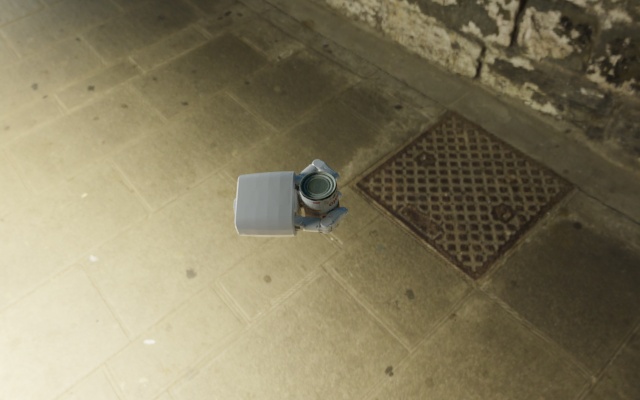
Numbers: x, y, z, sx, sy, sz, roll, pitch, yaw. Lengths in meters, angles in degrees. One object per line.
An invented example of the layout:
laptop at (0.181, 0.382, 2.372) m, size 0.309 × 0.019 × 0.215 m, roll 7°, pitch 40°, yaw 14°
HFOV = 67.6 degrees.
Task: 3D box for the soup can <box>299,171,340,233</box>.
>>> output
soup can at (0.001, 0.003, 0.869) m, size 0.068 × 0.068 × 0.102 m, roll 0°, pitch -37°, yaw 7°
